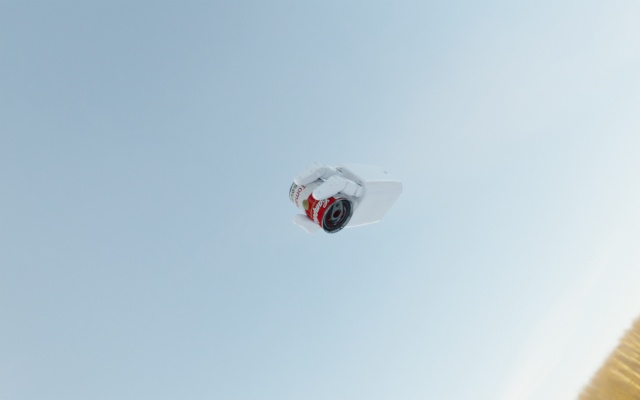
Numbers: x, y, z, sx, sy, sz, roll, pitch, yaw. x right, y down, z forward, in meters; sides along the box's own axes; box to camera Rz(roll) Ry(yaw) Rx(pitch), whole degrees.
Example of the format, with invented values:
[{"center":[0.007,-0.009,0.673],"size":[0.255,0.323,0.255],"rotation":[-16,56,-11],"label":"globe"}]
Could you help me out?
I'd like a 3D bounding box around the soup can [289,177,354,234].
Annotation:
[{"center":[0.000,0.003,0.835],"size":[0.068,0.068,0.102],"rotation":[0,29,-43],"label":"soup can"}]
